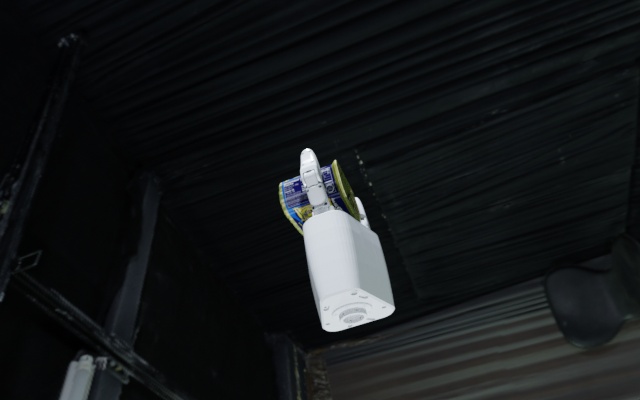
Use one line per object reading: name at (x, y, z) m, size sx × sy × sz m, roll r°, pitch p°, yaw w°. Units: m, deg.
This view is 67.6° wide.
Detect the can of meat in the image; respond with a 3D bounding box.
can of meat at (0.000, 0.002, 0.646) m, size 0.084 × 0.057 × 0.102 m, roll -19°, pitch -34°, yaw 10°
